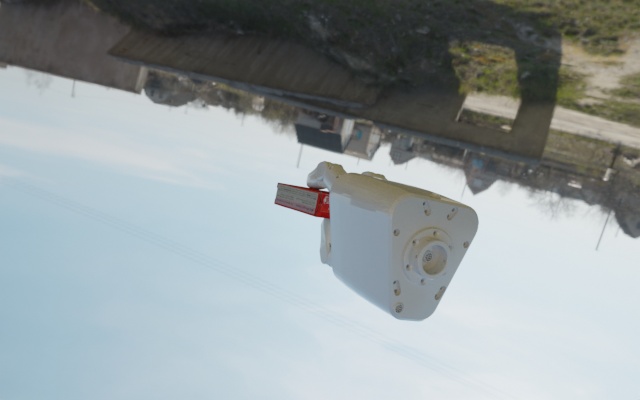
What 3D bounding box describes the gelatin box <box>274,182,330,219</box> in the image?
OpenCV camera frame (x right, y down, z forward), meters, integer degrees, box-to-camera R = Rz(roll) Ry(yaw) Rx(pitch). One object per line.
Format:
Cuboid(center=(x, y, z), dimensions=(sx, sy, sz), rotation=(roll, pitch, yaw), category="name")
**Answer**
Cuboid(center=(0.000, 0.002, 0.561), dimensions=(0.073, 0.030, 0.089), rotation=(10, 2, -38), category="gelatin box")
